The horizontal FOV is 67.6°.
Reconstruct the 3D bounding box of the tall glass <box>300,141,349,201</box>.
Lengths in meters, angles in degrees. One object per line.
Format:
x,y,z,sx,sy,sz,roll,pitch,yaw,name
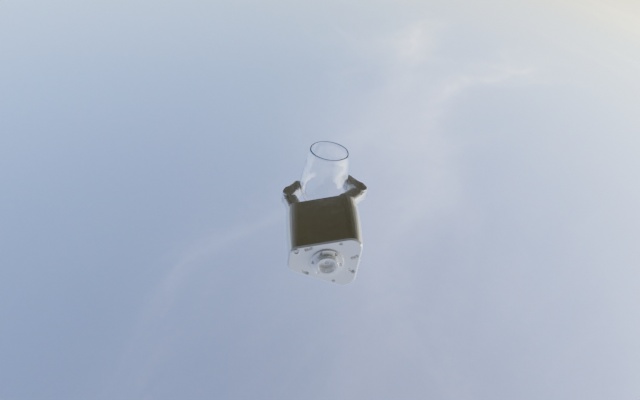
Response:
0.000,0.003,0.805,0.079,0.201,0.079,7,34,-5,tall glass
